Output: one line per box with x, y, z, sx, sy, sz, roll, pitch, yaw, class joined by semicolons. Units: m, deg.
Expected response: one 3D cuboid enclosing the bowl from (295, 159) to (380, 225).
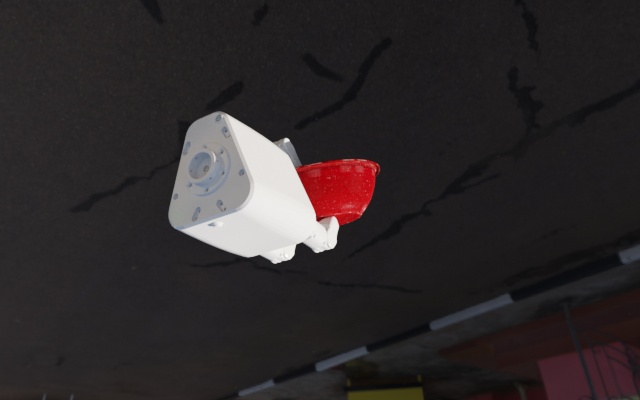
0.001;0.002;0.594;0.162;0.055;0.162;-11;-12;-3;bowl
